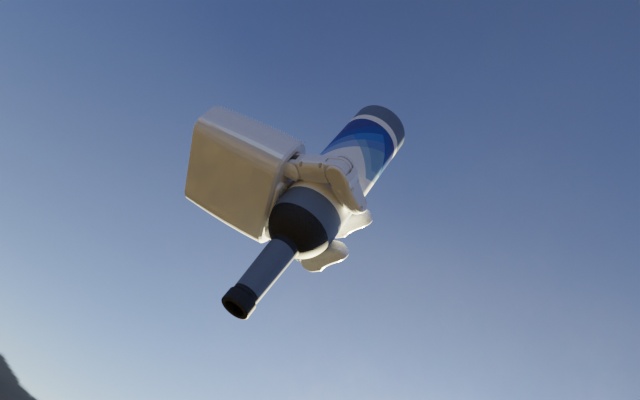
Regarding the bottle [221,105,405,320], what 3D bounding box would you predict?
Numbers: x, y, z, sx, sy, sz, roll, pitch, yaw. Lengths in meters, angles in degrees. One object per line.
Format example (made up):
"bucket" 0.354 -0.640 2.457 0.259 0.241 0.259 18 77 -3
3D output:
"bottle" 0.000 0.001 0.489 0.069 0.069 0.295 0 37 38
